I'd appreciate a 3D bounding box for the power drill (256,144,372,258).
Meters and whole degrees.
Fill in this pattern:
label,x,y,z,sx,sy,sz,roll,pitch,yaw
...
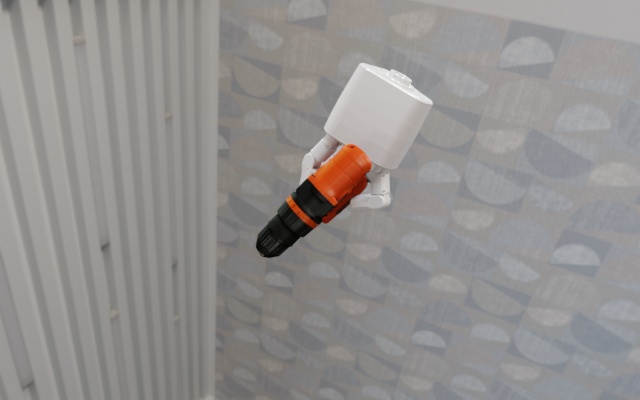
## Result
label,x,y,z,sx,sy,sz,roll,pitch,yaw
power drill,0.000,0.002,0.666,0.184,0.057,0.187,-43,-3,9
